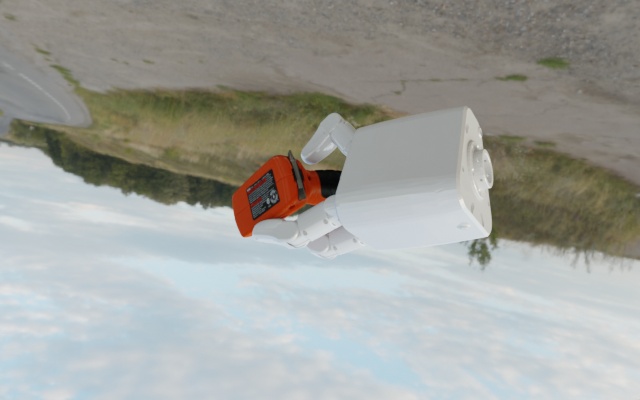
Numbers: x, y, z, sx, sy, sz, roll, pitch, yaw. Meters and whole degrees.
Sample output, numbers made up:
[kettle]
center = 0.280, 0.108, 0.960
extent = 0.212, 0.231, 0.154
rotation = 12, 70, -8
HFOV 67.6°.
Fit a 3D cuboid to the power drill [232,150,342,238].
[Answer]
[power drill]
center = 0.000, 0.002, 0.539
extent = 0.187, 0.057, 0.184
rotation = -3, -24, -40
